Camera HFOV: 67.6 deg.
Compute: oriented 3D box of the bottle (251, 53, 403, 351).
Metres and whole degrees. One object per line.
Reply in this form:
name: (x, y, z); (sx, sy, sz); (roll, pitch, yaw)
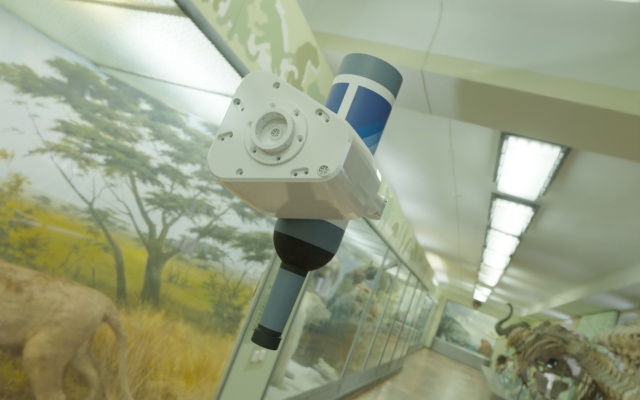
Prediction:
bottle: (0.000, 0.001, 0.472); (0.069, 0.295, 0.069); (21, -8, 3)
